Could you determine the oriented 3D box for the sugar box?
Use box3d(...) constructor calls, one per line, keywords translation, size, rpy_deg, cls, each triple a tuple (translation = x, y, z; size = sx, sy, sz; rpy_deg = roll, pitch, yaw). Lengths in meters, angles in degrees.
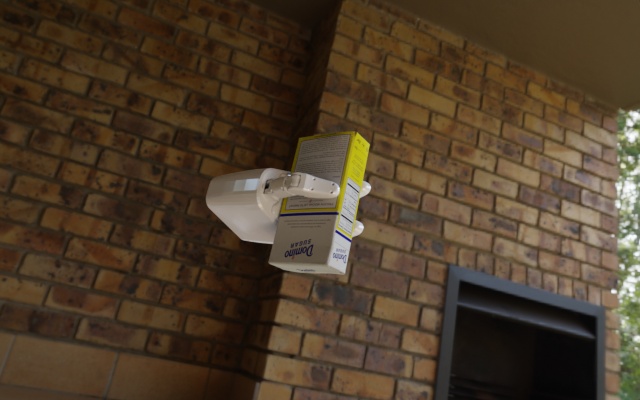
box3d(translation=(0.000, 0.002, 0.600), size=(0.093, 0.176, 0.048), rpy_deg=(-2, -22, 37), cls="sugar box")
